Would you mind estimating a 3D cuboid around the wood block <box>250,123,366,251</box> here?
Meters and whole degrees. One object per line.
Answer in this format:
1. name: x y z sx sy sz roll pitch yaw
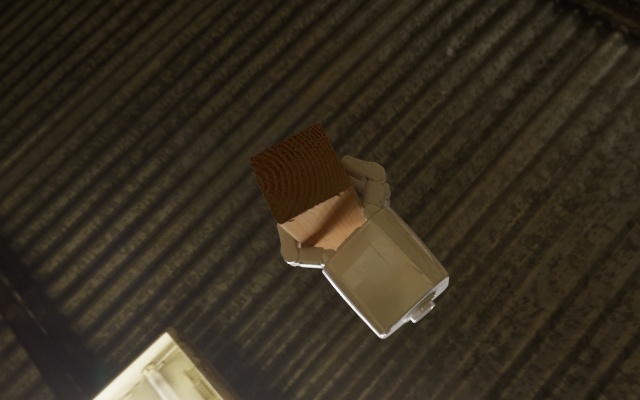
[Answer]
1. wood block: 0.000 0.002 0.602 0.091 0.090 0.206 -28 -23 3
